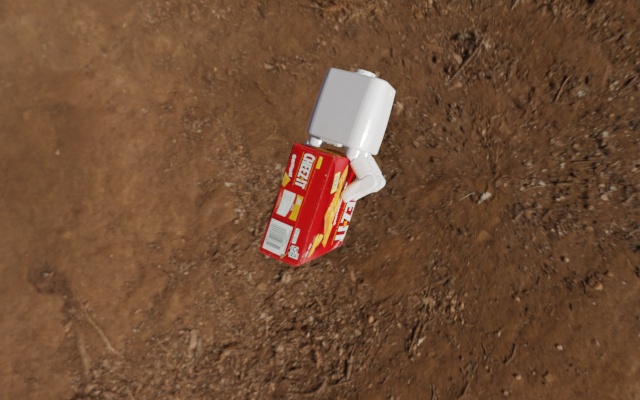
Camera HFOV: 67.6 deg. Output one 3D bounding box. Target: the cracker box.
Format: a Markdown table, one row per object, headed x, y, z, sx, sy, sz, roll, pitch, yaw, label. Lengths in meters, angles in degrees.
| x | y | z | sx | sy | sz | roll | pitch | yaw | label |
| --- | --- | --- | --- | --- | --- | --- | --- | --- | --- |
| 0.000 | 0.002 | 0.745 | 0.072 | 0.164 | 0.213 | 21 | 9 | 17 | cracker box |
